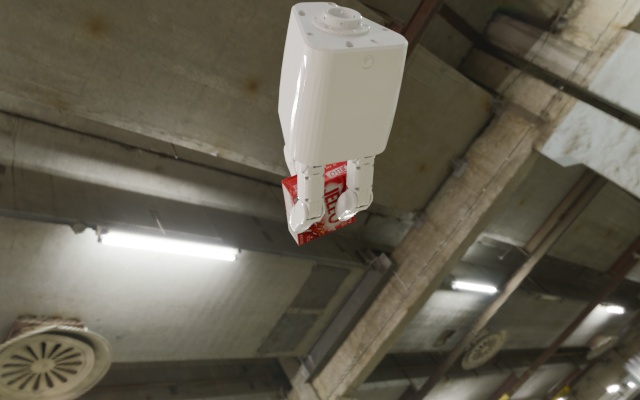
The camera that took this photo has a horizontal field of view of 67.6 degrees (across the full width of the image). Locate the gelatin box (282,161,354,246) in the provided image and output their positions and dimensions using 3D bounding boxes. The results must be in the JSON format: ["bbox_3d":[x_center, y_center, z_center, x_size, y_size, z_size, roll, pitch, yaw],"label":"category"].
[{"bbox_3d":[0.000,0.002,0.521,0.073,0.030,0.089,-23,-38,-16],"label":"gelatin box"}]
